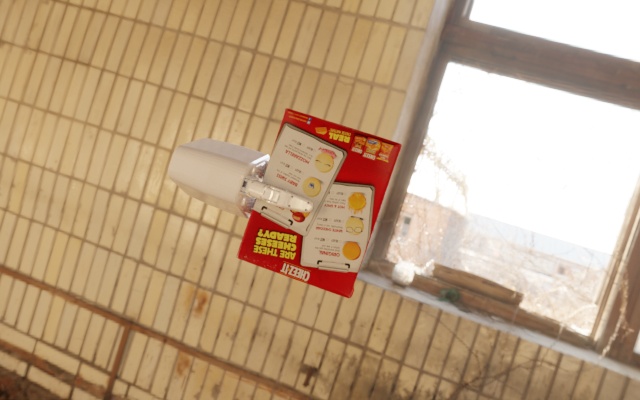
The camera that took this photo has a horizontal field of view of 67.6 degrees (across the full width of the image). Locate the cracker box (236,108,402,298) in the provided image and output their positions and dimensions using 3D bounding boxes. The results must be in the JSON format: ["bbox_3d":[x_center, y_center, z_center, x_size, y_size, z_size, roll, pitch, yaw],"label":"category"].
[{"bbox_3d":[0.000,0.002,0.656,0.164,0.213,0.072,18,2,9],"label":"cracker box"}]
